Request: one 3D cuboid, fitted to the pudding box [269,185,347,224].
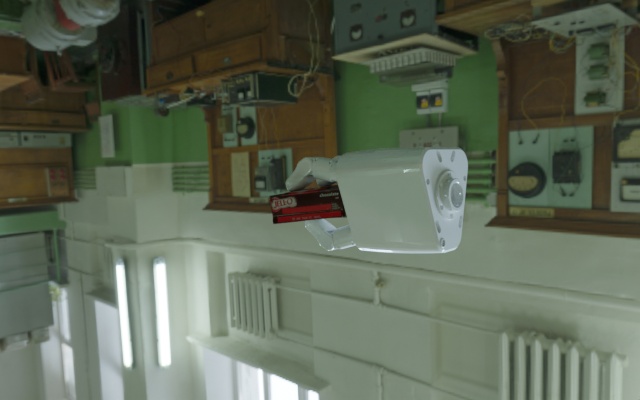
[{"bbox_3d":[0.000,0.002,0.586,0.090,0.039,0.113,-5,1,17],"label":"pudding box"}]
